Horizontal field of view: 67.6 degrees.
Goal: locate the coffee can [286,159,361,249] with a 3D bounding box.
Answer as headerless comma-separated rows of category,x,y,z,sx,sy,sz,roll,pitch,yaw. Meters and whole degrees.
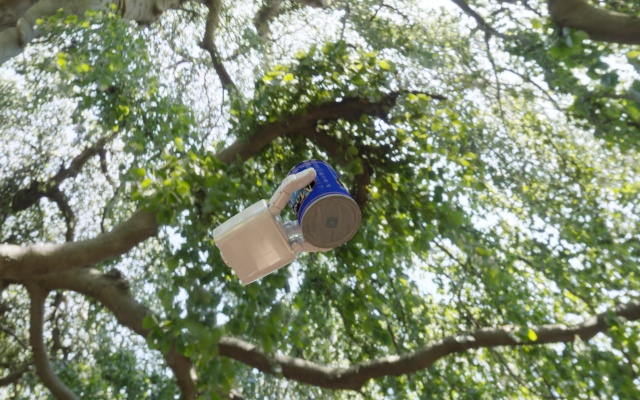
coffee can,0.000,0.003,0.837,0.103,0.103,0.140,0,30,-18
